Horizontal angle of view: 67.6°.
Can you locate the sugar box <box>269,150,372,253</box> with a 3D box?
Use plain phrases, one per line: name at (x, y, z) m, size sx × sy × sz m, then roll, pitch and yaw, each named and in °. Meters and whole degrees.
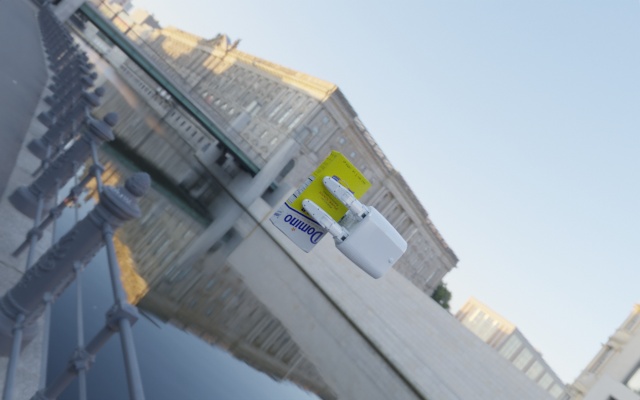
sugar box at (0.000, 0.003, 0.876) m, size 0.093 × 0.176 × 0.048 m, roll 43°, pitch -4°, yaw -22°
